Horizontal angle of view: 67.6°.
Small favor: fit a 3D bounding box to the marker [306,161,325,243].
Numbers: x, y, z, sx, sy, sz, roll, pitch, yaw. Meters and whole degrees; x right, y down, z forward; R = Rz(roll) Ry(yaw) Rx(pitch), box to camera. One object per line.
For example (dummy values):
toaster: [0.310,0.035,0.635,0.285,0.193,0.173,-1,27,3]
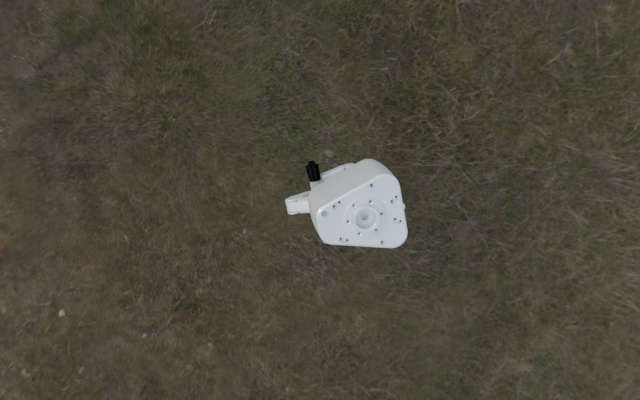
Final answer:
marker: [0.000,0.002,0.682,0.020,0.121,0.020,-12,14,3]
